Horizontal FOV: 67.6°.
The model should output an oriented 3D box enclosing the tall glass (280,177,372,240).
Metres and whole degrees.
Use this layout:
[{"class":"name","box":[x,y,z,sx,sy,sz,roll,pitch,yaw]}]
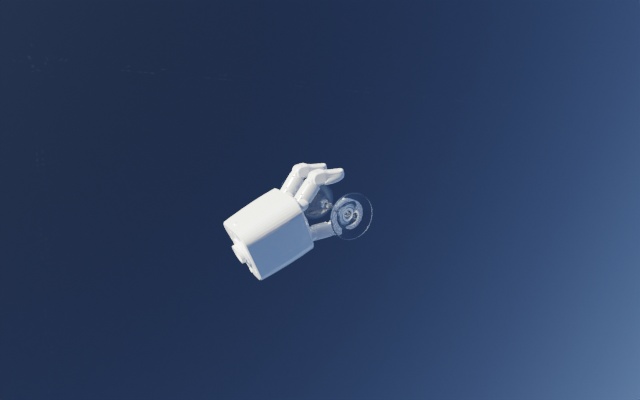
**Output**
[{"class":"tall glass","box":[0.001,0.003,0.808,0.079,0.079,0.201,0,13,-29]}]
